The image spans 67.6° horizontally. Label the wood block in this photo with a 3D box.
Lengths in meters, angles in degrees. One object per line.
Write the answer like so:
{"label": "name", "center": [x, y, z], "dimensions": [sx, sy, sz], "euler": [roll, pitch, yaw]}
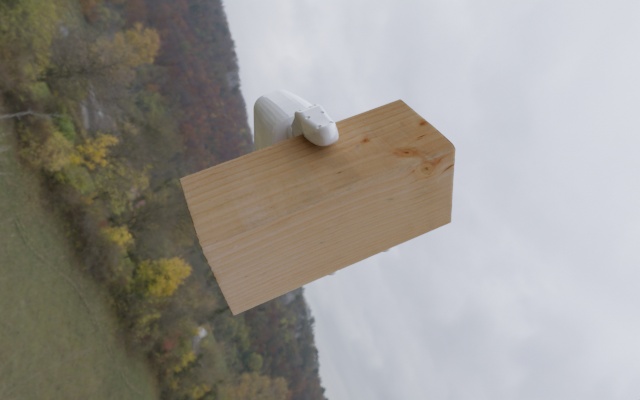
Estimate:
{"label": "wood block", "center": [0.000, 0.001, 0.409], "dimensions": [0.206, 0.091, 0.090], "euler": [-22, 43, -11]}
